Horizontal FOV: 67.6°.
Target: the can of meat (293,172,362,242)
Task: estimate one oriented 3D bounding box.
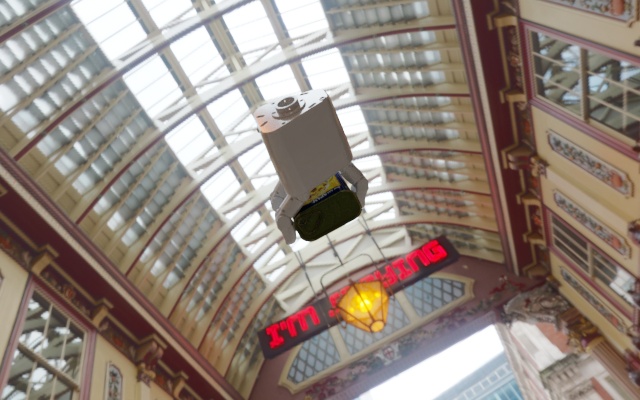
[{"bbox_3d":[0.000,0.002,0.727,0.102,0.057,0.084,-29,36,0],"label":"can of meat"}]
